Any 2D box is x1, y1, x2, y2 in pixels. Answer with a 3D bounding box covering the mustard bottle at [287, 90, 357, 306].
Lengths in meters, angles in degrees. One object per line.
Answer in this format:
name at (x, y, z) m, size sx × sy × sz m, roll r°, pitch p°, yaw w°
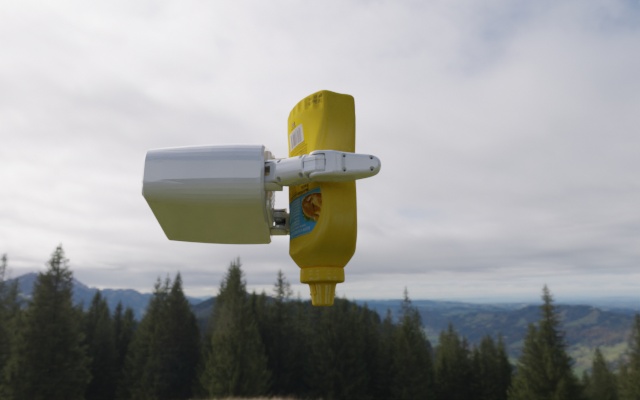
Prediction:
mustard bottle at (0.000, 0.001, 0.450) m, size 0.058 × 0.191 × 0.096 m, roll 6°, pitch -16°, yaw -25°
